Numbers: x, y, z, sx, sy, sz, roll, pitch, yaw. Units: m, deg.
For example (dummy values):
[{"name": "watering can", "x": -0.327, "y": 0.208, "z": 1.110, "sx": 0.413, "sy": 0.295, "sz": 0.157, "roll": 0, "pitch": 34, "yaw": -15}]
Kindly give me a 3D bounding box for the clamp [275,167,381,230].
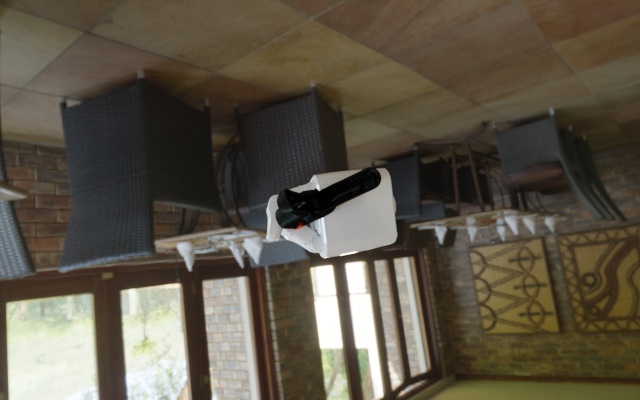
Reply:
[{"name": "clamp", "x": 0.000, "y": 0.003, "z": 0.571, "sx": 0.120, "sy": 0.039, "sz": 0.171, "roll": -11, "pitch": -8, "yaw": -12}]
